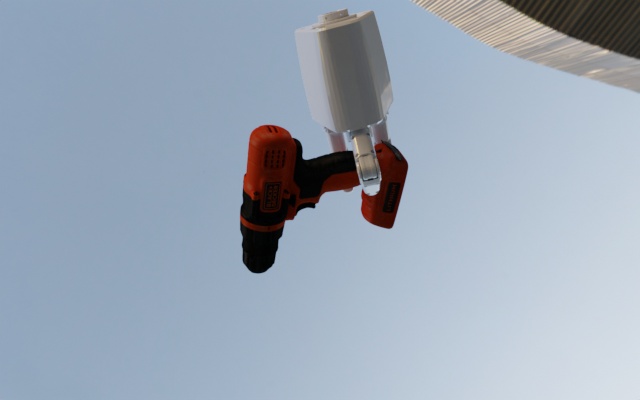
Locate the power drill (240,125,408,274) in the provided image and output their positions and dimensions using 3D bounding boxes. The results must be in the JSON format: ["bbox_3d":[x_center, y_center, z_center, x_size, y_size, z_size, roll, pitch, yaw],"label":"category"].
[{"bbox_3d":[0.001,0.002,0.555,0.187,0.184,0.057,-5,35,-23],"label":"power drill"}]
